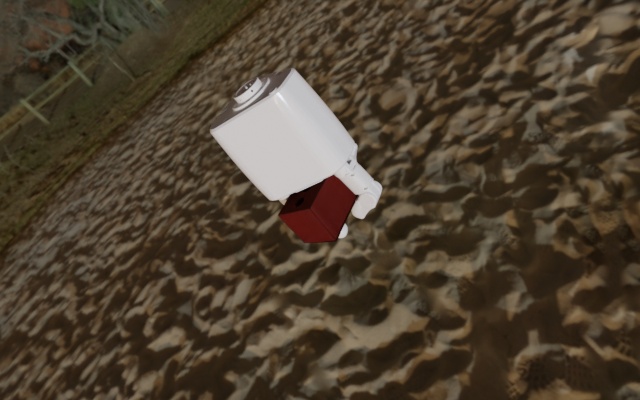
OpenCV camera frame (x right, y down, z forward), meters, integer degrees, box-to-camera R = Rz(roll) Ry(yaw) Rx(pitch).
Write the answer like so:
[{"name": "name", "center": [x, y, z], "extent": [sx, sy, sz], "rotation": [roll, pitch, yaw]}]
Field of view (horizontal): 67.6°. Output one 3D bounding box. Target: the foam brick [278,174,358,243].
[{"name": "foam brick", "center": [0.000, 0.002, 0.531], "extent": [0.053, 0.078, 0.051], "rotation": [-11, -49, 43]}]
